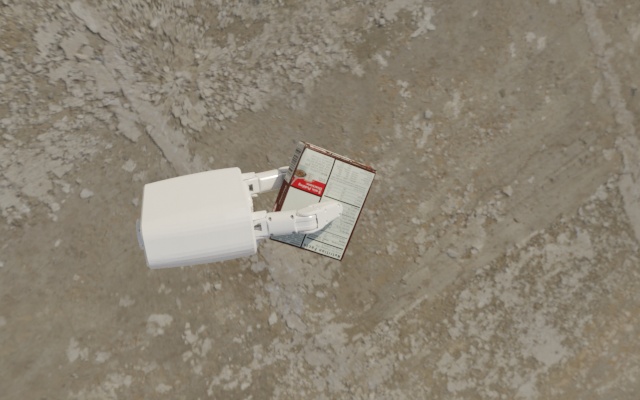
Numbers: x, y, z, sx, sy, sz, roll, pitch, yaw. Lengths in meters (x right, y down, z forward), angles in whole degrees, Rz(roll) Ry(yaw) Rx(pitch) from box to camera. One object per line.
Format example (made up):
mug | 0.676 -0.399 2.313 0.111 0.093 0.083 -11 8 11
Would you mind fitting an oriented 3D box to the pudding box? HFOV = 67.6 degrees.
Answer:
pudding box | 0.000 0.002 0.532 0.090 0.113 0.039 19 10 -16
